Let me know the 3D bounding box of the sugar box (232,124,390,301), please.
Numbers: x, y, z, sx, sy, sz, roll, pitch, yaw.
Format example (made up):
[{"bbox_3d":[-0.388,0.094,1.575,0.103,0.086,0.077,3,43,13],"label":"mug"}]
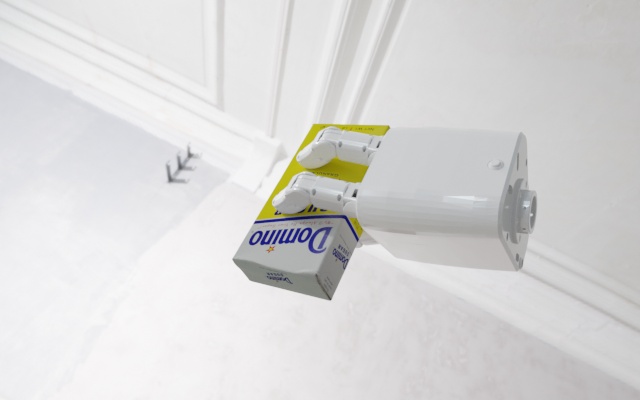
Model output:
[{"bbox_3d":[0.000,0.001,0.453,0.093,0.176,0.048,6,-39,32],"label":"sugar box"}]
